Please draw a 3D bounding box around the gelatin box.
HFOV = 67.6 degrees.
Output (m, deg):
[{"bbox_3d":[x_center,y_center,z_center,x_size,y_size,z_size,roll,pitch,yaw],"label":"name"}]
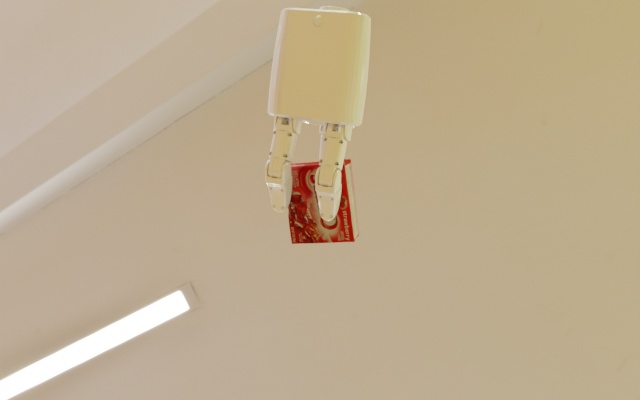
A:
[{"bbox_3d":[0.000,0.002,0.524,0.073,0.089,0.030,-4,12,18],"label":"gelatin box"}]
